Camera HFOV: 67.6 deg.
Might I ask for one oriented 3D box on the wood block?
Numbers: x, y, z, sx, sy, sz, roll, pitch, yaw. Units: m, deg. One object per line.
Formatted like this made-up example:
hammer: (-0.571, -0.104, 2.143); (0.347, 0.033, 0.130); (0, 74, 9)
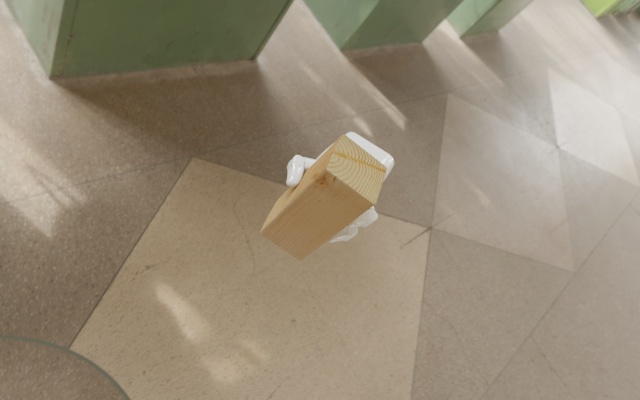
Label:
wood block: (0.000, 0.002, 0.764); (0.091, 0.090, 0.206); (36, -45, -12)
